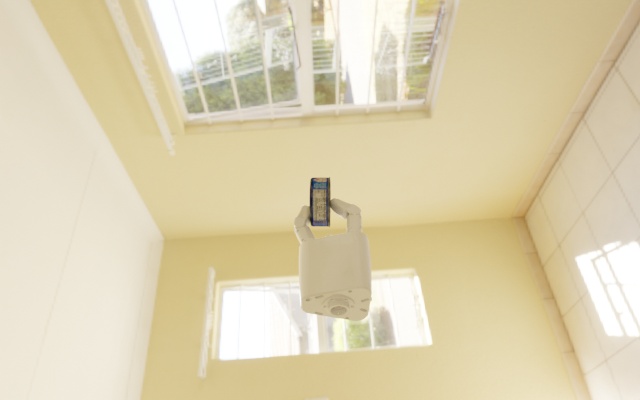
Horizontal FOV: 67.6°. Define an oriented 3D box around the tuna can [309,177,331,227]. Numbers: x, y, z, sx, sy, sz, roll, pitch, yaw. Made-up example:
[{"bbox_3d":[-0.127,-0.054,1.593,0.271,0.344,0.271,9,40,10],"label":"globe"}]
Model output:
[{"bbox_3d":[0.000,0.003,0.818,0.034,0.086,0.086,0,0,3],"label":"tuna can"}]
